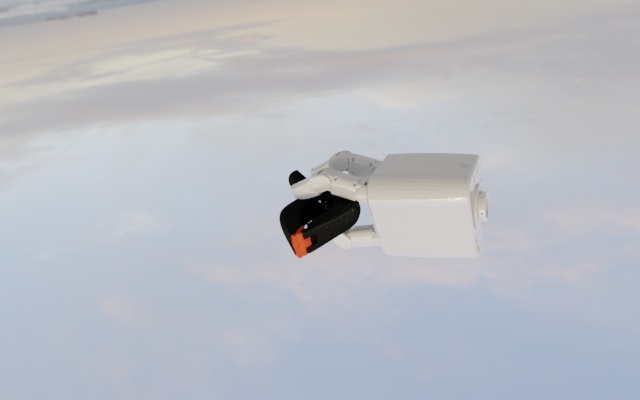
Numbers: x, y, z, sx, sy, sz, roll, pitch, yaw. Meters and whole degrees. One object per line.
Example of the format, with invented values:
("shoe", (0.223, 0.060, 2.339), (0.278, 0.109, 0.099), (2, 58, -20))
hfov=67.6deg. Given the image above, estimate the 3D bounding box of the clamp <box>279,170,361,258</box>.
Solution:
("clamp", (0.000, 0.003, 0.579), (0.164, 0.036, 0.210), (-2, 25, 28))
